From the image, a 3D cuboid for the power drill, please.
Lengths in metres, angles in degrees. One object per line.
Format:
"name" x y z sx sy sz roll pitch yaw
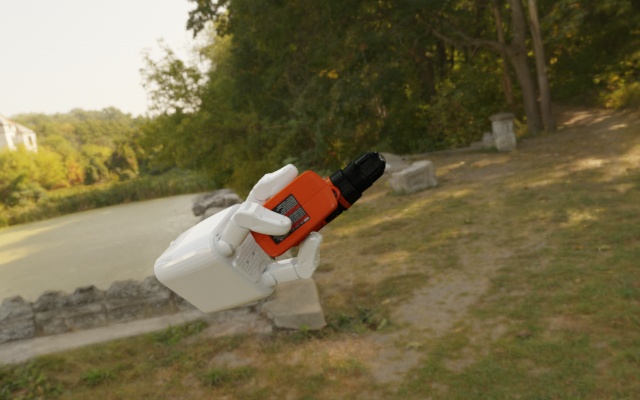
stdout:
"power drill" 0.000 0.002 0.599 0.184 0.057 0.187 -41 -8 12
